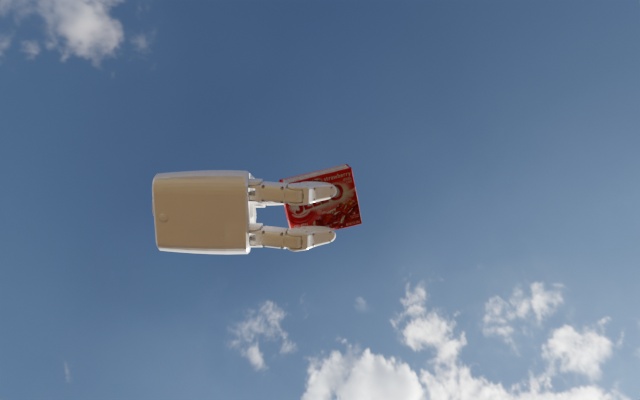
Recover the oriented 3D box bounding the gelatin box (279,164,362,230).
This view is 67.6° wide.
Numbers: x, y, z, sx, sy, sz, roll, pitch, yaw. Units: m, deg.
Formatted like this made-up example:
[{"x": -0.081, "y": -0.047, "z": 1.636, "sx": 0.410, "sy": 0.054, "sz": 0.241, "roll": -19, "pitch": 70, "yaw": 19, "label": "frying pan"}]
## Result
[{"x": 0.000, "y": 0.002, "z": 0.582, "sx": 0.089, "sy": 0.073, "sz": 0.030, "roll": -14, "pitch": 17, "yaw": -5, "label": "gelatin box"}]
